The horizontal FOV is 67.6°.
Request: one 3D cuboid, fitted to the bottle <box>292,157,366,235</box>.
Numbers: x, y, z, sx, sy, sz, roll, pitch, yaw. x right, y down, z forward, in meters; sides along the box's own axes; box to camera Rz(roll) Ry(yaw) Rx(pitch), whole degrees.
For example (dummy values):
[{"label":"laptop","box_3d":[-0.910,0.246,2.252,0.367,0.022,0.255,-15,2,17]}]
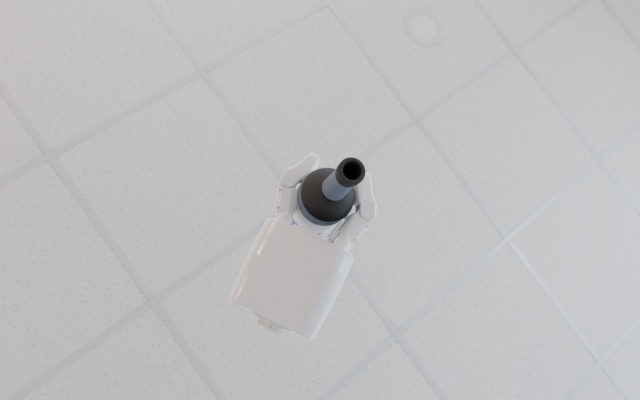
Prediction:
[{"label":"bottle","box_3d":[0.000,0.002,0.597,0.069,0.069,0.296,0,-12,-12]}]
